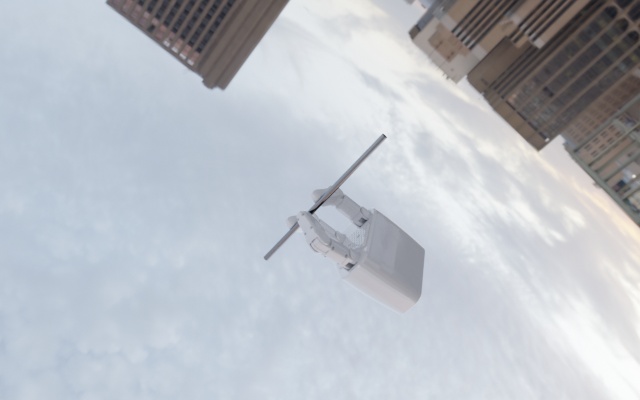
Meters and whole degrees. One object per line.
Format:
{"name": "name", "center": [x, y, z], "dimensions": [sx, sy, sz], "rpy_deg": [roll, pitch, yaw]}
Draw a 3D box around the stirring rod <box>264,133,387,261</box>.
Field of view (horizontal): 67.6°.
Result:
{"name": "stirring rod", "center": [0.000, 0.002, 0.615], "dimensions": [0.239, 0.011, 0.011], "rpy_deg": [-46, -23, 25]}
